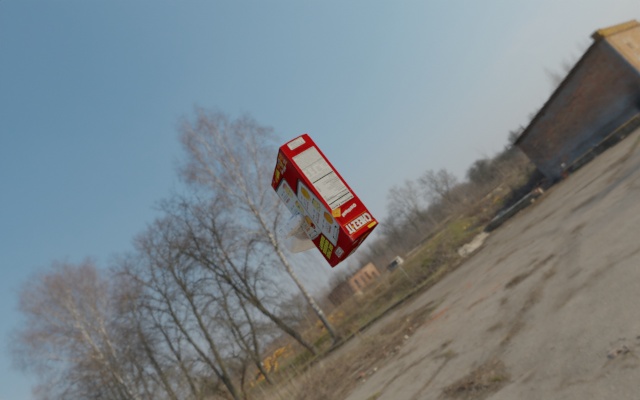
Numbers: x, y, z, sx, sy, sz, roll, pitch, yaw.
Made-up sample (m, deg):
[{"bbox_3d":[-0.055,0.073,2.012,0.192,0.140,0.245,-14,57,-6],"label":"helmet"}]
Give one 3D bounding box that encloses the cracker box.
[{"bbox_3d":[0.000,0.003,0.894,0.072,0.213,0.164,-33,-13,-22],"label":"cracker box"}]
